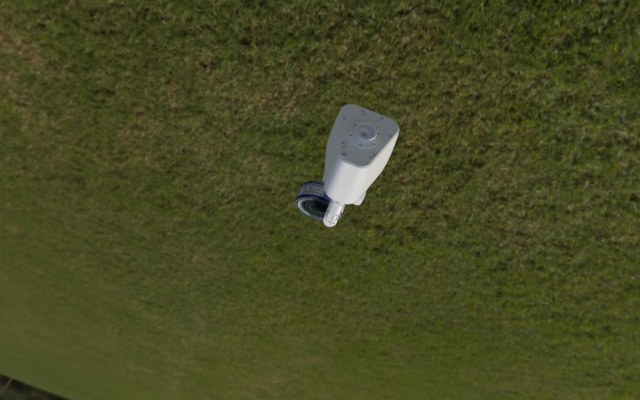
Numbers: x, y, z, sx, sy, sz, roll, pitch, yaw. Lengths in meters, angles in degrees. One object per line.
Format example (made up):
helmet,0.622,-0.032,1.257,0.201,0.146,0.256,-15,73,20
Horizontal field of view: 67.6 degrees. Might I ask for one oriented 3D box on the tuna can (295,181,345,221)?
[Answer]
tuna can,0.000,0.003,0.832,0.086,0.033,0.086,15,-26,8
